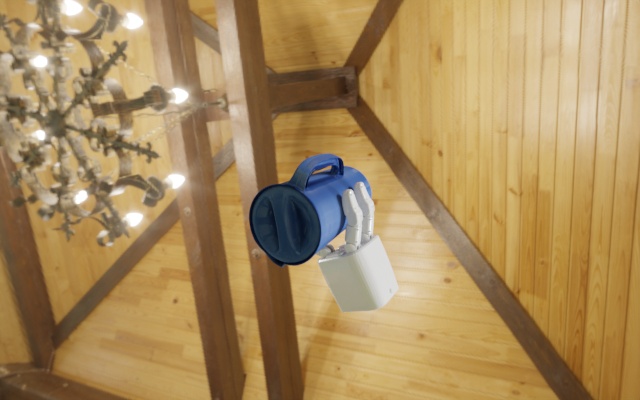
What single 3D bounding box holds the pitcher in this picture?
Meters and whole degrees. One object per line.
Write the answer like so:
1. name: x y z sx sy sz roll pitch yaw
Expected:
1. pitcher: 0.000 0.003 0.832 0.149 0.145 0.242 -25 2 32
